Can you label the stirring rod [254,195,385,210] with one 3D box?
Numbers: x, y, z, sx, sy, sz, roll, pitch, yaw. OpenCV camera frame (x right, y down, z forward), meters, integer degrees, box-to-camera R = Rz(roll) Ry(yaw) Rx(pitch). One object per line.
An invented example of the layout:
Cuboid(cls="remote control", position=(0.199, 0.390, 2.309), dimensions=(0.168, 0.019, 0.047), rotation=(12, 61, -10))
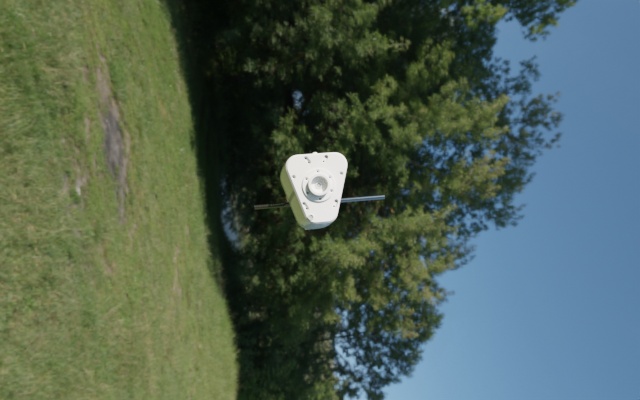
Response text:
Cuboid(cls="stirring rod", position=(0.000, 0.003, 0.874), dimensions=(0.239, 0.011, 0.011), rotation=(-5, 1, -8))
